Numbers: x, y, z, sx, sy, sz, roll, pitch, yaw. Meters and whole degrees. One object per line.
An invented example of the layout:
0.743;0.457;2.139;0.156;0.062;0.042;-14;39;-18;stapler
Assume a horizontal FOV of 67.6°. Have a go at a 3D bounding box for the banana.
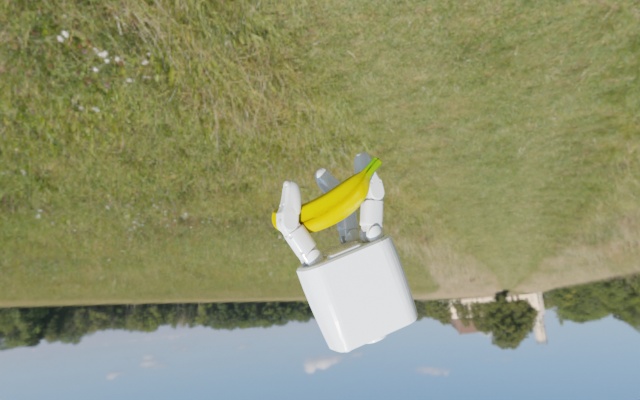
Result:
-0.006;0.011;0.575;0.198;0.037;0.069;-24;18;43;banana
